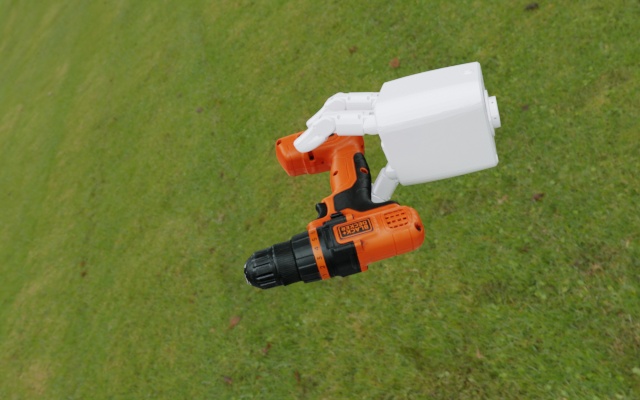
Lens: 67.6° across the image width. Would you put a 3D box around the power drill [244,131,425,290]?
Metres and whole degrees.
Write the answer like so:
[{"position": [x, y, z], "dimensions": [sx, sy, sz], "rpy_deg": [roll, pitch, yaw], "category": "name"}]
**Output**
[{"position": [0.000, 0.001, 0.524], "dimensions": [0.184, 0.187, 0.057], "rpy_deg": [-15, -40, 0], "category": "power drill"}]
